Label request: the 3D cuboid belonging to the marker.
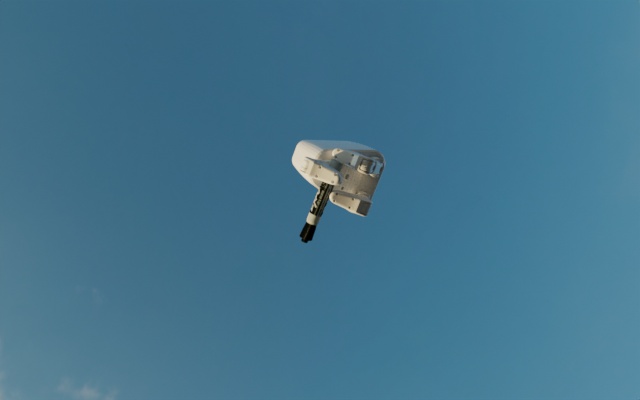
[{"bbox_3d":[0.000,0.002,0.651,0.020,0.121,0.020,22,9,-4],"label":"marker"}]
